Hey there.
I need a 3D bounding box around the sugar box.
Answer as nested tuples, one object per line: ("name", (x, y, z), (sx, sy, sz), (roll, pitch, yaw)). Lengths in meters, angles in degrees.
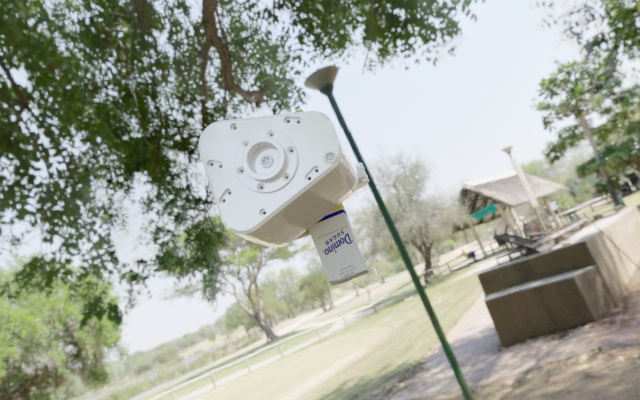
("sugar box", (0.000, 0.002, 0.510), (0.048, 0.176, 0.093), (-20, -12, 3))
